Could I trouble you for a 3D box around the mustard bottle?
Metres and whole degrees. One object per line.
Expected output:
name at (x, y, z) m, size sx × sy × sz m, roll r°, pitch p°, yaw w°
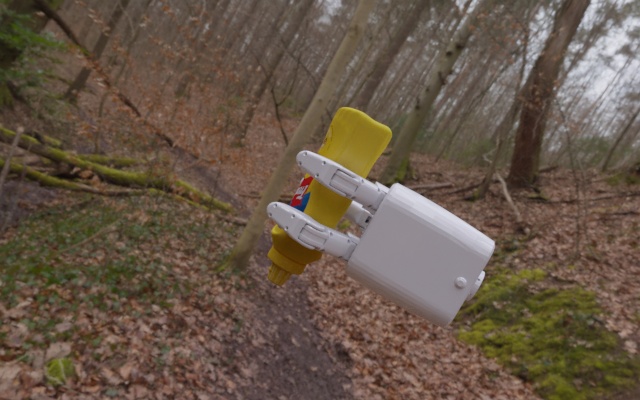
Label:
mustard bottle at (0.000, 0.001, 0.487) m, size 0.058 × 0.191 × 0.096 m, roll 28°, pitch 6°, yaw -13°
